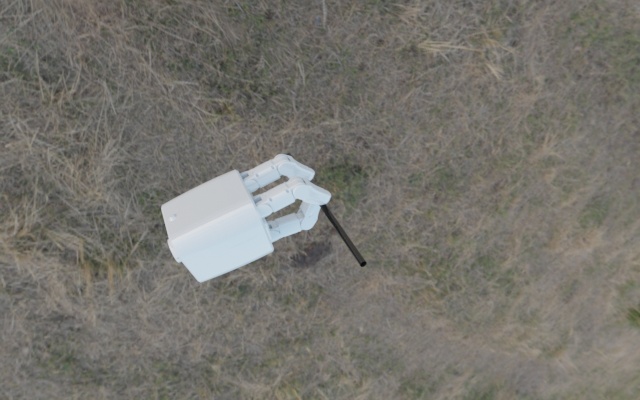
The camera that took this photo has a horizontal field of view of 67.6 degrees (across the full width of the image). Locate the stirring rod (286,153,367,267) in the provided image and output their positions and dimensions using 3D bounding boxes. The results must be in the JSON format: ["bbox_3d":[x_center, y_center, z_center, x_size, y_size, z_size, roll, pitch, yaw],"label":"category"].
[{"bbox_3d":[0.000,0.002,0.610,0.011,0.011,0.239,0,34,-28],"label":"stirring rod"}]
